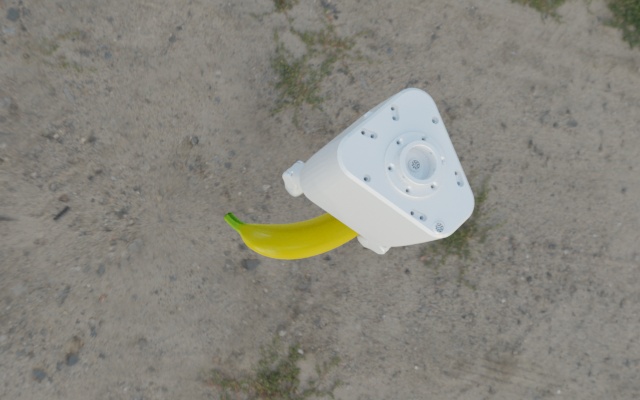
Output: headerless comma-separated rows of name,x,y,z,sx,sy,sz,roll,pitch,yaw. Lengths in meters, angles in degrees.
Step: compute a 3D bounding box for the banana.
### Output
banana,0.002,0.020,0.512,0.198,0.069,0.037,-14,-8,-15
